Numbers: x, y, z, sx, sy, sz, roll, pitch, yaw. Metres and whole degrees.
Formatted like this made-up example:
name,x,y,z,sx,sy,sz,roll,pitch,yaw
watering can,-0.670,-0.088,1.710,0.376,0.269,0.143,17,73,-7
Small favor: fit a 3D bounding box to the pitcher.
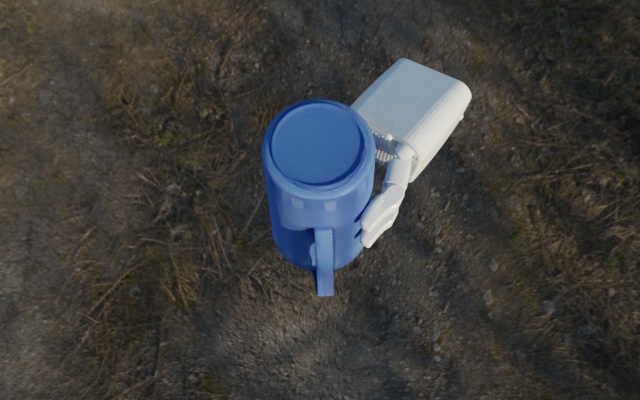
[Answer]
name,x,y,z,sx,sy,sz,roll,pitch,yaw
pitcher,0.000,0.002,0.548,0.149,0.145,0.243,41,-15,15
